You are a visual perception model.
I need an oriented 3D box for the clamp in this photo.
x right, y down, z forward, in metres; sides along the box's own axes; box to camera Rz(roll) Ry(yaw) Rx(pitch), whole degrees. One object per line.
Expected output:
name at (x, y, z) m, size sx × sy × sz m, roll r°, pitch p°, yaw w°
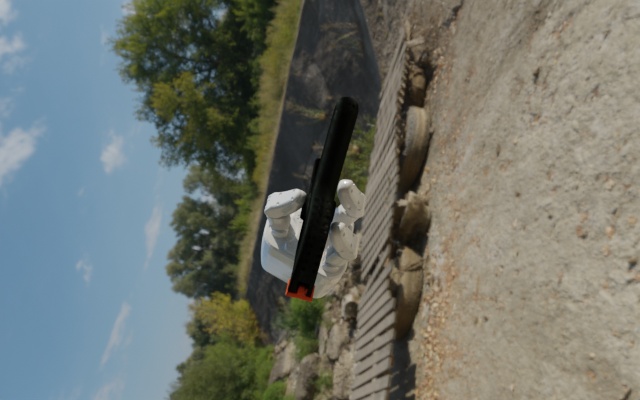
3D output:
clamp at (-0.001, 0.002, 0.523) m, size 0.036 × 0.210 × 0.165 m, roll 14°, pitch -29°, yaw -4°
